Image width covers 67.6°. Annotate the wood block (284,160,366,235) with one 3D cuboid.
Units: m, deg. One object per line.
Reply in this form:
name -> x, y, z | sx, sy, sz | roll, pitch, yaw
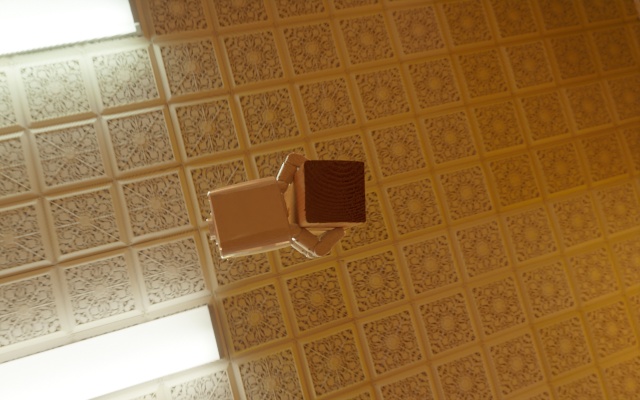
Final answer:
wood block -> 0.000, 0.002, 0.765 | 0.090, 0.091, 0.206 | 0, -8, -12
